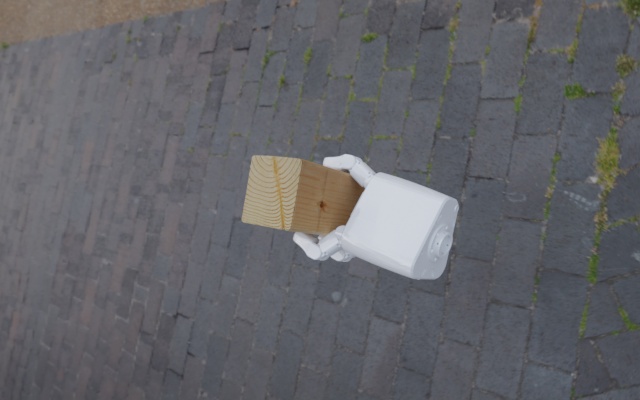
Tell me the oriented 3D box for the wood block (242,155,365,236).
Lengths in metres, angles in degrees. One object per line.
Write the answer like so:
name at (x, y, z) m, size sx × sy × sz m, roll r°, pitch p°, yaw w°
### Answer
wood block at (0.000, 0.002, 0.676) m, size 0.090 × 0.091 × 0.206 m, roll 8°, pitch -3°, yaw 38°
